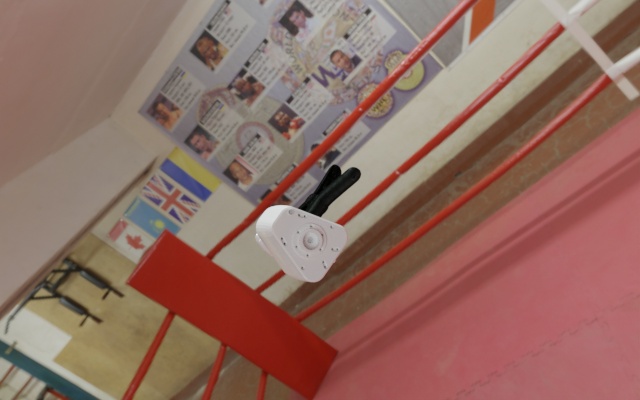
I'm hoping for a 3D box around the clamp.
[{"bbox_3d":[0.000,0.002,0.804,0.039,0.171,0.120,39,-13,-11],"label":"clamp"}]
